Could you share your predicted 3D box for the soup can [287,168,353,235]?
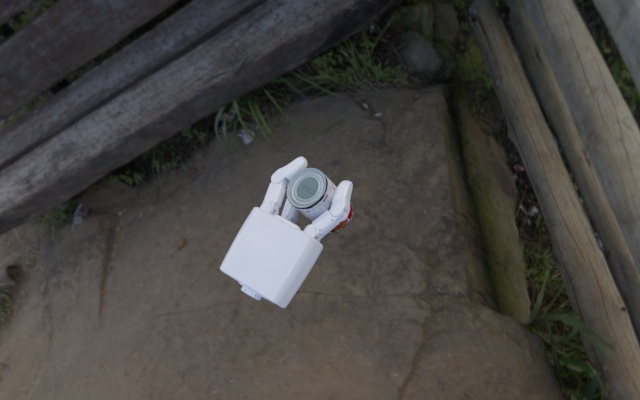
[{"bbox_3d":[0.000,0.002,0.730,0.068,0.068,0.102,0,-25,28],"label":"soup can"}]
